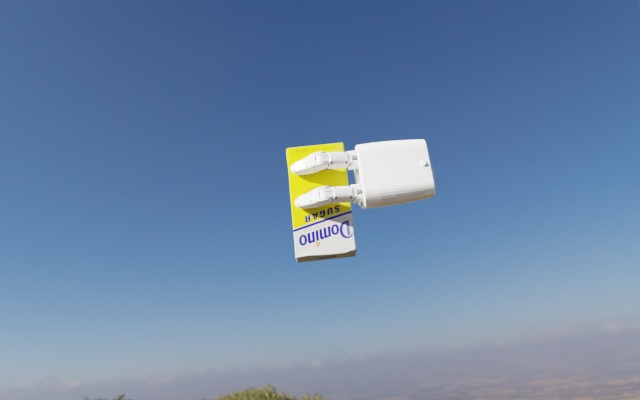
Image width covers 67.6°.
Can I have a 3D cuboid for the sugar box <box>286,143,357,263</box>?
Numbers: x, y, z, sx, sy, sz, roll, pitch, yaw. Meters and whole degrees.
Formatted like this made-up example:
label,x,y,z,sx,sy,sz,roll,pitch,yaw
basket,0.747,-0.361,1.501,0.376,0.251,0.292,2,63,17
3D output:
label,x,y,z,sx,sy,sz,roll,pitch,yaw
sugar box,0.000,0.002,0.739,0.093,0.176,0.048,-7,-19,0
